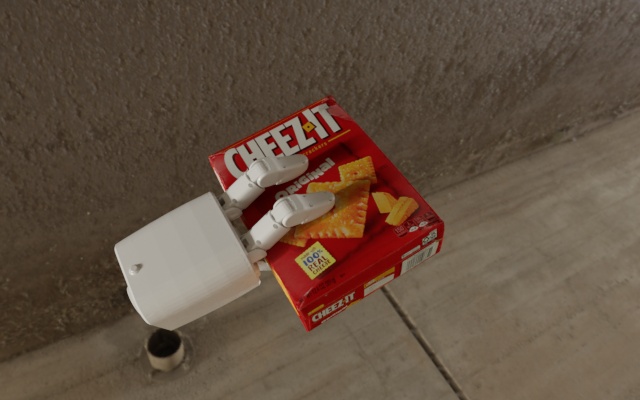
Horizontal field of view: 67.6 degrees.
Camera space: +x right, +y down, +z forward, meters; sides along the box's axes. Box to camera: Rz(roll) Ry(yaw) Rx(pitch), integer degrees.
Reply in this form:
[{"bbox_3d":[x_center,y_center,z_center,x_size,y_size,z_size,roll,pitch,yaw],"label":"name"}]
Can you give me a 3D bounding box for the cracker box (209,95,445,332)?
[{"bbox_3d":[0.000,0.002,0.509,0.164,0.213,0.072,-29,-32,-12],"label":"cracker box"}]
